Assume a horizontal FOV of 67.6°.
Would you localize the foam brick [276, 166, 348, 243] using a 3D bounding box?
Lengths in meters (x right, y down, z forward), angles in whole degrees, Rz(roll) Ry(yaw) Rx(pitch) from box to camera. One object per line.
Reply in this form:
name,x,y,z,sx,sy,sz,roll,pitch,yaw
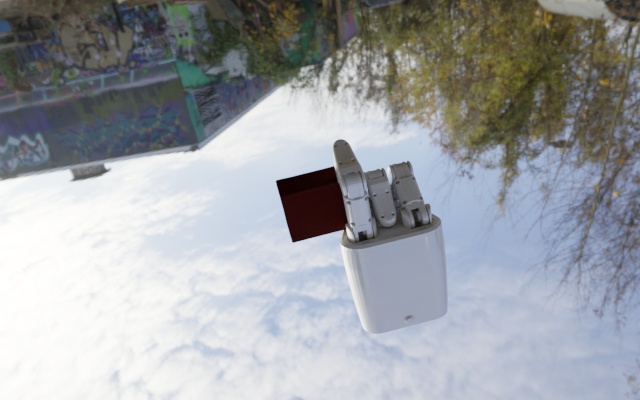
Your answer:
foam brick,0.000,0.002,0.476,0.078,0.051,0.053,-14,22,-3
